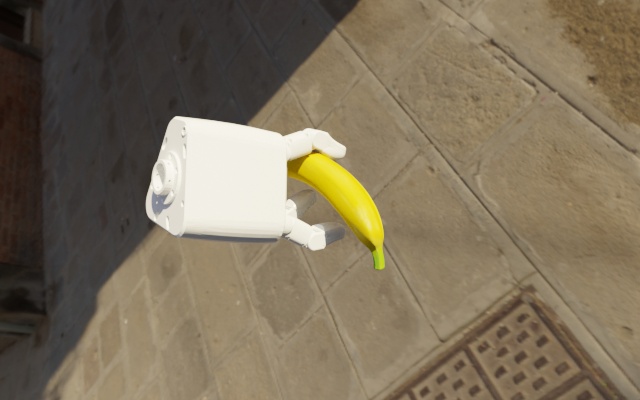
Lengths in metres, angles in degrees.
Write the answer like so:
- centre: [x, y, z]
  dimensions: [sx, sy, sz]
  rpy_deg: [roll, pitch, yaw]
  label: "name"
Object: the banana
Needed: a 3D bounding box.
- centre: [0.008, -0.011, 0.521]
  dimensions: [0.037, 0.070, 0.197]
  rpy_deg: [-9, 43, -38]
  label: "banana"
